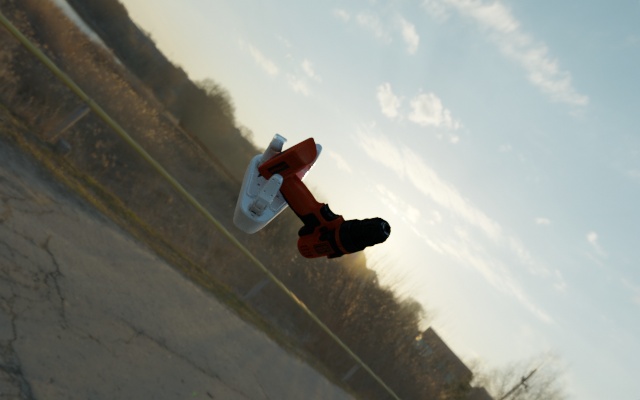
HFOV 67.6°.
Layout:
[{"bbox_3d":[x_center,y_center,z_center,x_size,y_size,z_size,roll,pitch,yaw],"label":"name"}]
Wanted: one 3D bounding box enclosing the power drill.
[{"bbox_3d":[0.000,0.002,0.725,0.184,0.188,0.057,-18,16,44],"label":"power drill"}]
